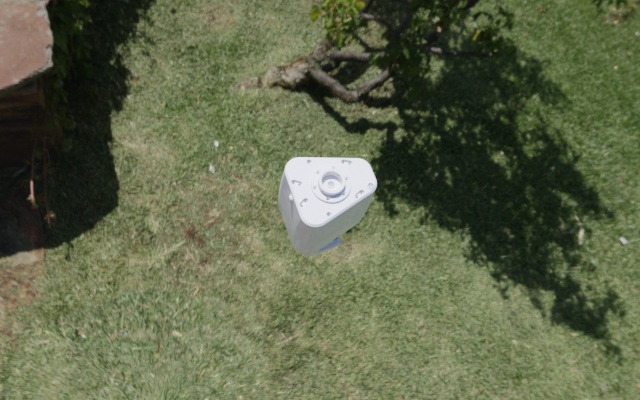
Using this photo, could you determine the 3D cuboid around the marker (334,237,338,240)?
[{"bbox_3d":[0.000,0.002,0.711,0.020,0.121,0.020,-19,-18,-7],"label":"marker"}]
